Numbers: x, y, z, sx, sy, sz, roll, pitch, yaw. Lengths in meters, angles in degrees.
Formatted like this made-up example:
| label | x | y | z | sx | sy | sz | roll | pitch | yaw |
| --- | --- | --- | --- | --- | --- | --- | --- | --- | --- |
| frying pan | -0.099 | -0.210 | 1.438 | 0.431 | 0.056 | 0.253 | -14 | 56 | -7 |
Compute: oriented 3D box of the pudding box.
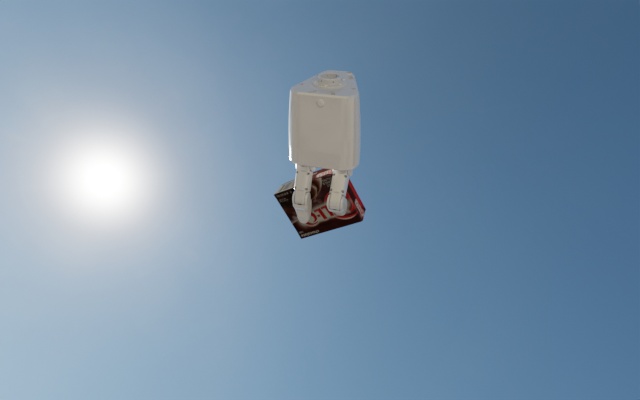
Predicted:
| label | x | y | z | sx | sy | sz | roll | pitch | yaw |
| --- | --- | --- | --- | --- | --- | --- | --- | --- | --- |
| pudding box | 0.000 | 0.002 | 0.728 | 0.113 | 0.090 | 0.039 | -17 | 26 | 28 |
